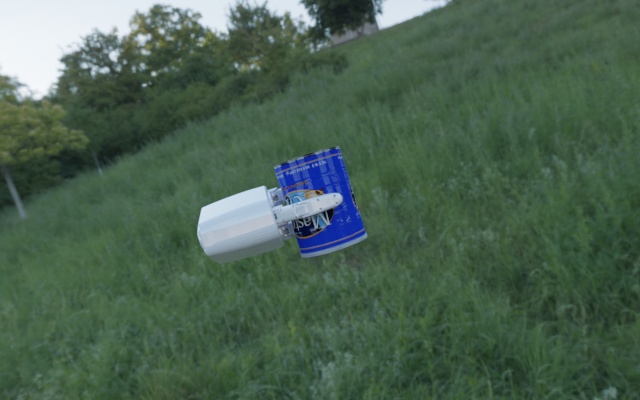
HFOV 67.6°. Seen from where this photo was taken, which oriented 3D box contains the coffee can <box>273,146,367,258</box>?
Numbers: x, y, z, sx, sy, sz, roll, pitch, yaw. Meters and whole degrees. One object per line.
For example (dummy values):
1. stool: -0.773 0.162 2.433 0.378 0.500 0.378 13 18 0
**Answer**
1. coffee can: 0.000 0.002 0.706 0.103 0.140 0.103 -17 2 1
